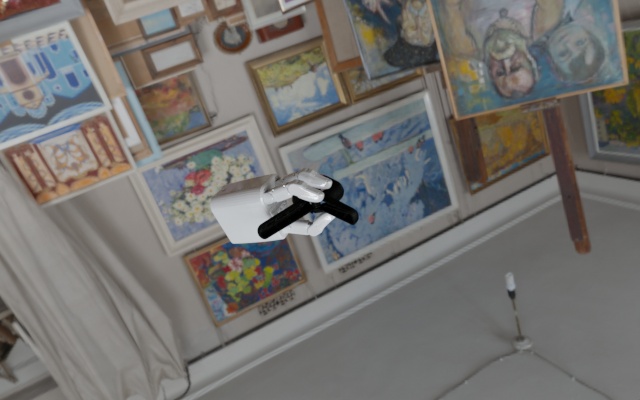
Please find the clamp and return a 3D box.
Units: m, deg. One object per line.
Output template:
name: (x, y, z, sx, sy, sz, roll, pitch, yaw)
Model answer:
clamp: (0.000, 0.003, 0.824, 0.164, 0.036, 0.210, -6, 22, 19)
